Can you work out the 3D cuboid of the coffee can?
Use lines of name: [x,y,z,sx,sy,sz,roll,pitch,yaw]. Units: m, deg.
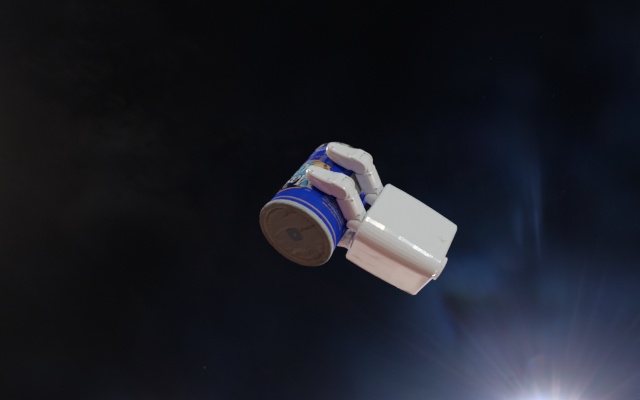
coffee can: [0.000,0.002,0.632,0.103,0.103,0.140,0,36,35]
